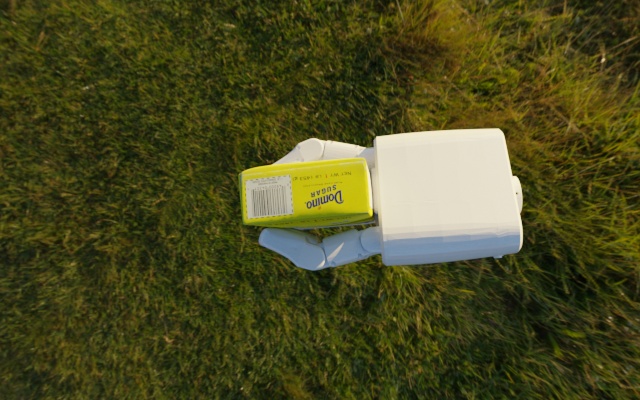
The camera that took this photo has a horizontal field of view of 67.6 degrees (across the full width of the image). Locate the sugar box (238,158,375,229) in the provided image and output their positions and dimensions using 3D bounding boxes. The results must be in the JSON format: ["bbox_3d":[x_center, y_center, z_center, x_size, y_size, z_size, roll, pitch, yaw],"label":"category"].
[{"bbox_3d":[0.000,0.002,0.417,0.093,0.048,0.176,-5,-8,9],"label":"sugar box"}]
